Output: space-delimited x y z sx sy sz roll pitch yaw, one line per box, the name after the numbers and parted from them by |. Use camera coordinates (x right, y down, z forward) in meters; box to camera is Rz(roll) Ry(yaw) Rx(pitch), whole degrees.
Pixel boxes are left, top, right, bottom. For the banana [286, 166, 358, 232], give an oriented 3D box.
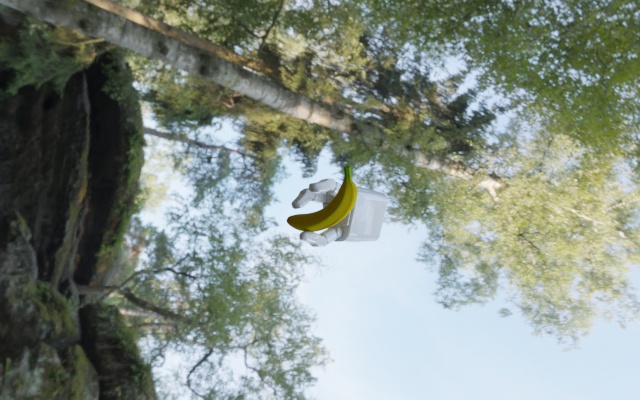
0.008 0.017 0.876 0.037 0.069 0.198 2 -31 -44 | banana
